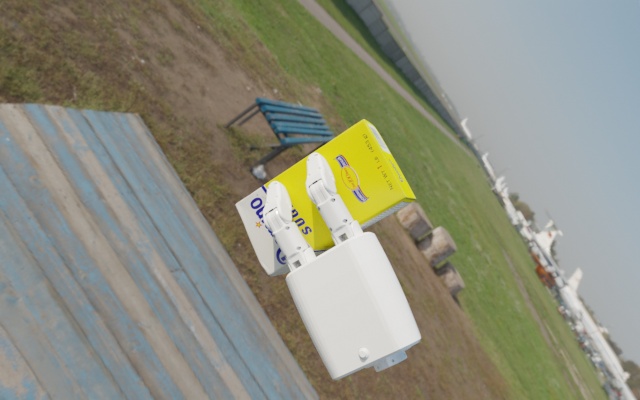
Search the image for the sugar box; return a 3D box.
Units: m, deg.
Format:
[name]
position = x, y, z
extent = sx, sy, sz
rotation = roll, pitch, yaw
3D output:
[sugar box]
position = 0.000, 0.002, 0.505
extent = 0.176, 0.093, 0.048
rotation = -32, -15, 19
